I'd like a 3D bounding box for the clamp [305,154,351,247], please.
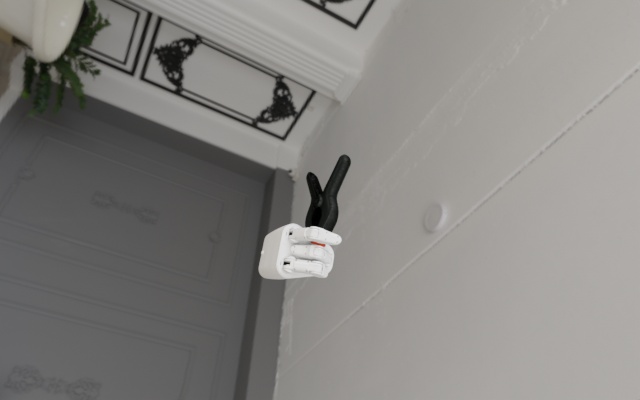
[{"bbox_3d":[0.001,0.003,0.889,0.039,0.171,0.120,23,-20,-25],"label":"clamp"}]
